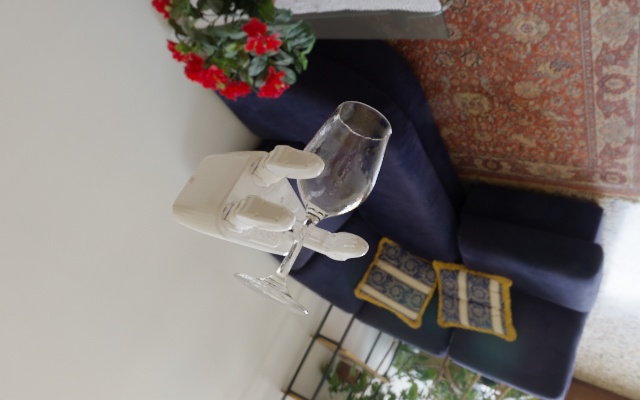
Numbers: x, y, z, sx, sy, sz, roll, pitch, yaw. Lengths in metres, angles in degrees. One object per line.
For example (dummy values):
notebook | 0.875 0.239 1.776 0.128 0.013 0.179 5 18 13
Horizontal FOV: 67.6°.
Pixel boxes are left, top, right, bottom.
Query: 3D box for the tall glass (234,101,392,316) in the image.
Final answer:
tall glass | 0.000 0.002 0.455 0.079 0.201 0.079 25 -20 10
